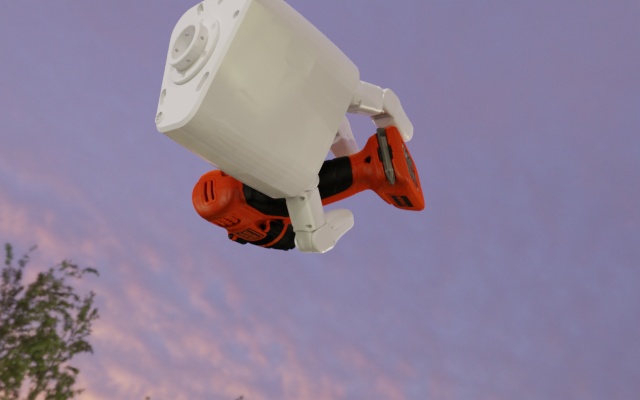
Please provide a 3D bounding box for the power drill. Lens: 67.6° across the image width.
[{"bbox_3d":[0.000,0.001,0.458,0.187,0.057,0.184,-16,-19,15],"label":"power drill"}]
